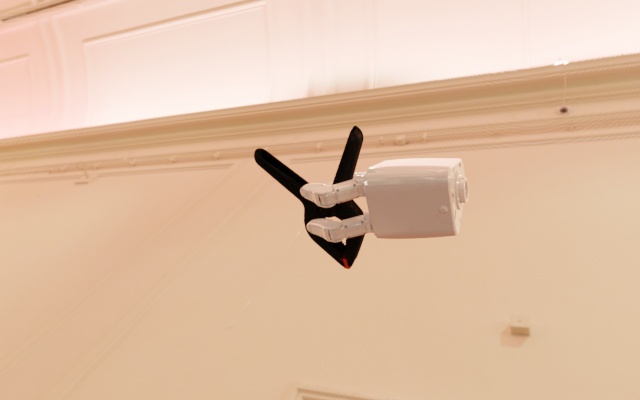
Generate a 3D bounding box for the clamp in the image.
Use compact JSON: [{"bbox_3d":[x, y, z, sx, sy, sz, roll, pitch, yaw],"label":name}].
[{"bbox_3d":[0.001,0.002,0.670,0.164,0.210,0.036,-1,28,27],"label":"clamp"}]
